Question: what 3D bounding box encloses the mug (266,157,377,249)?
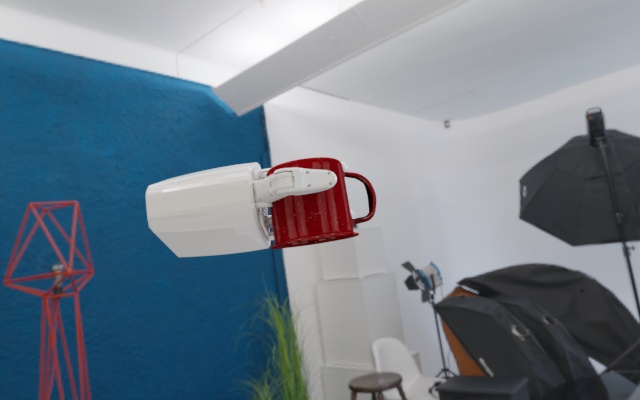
[{"bbox_3d":[0.001,0.001,0.498,0.117,0.081,0.093,-8,-8,-1],"label":"mug"}]
